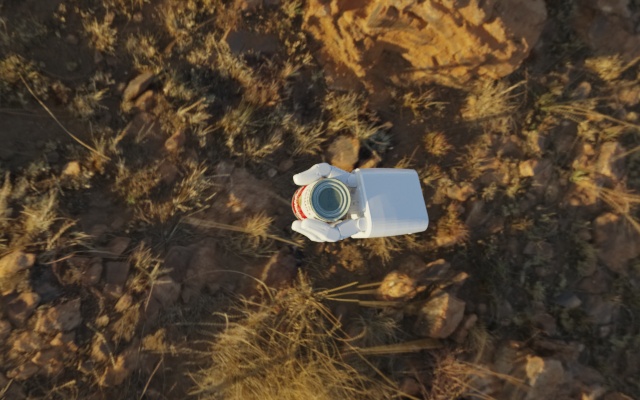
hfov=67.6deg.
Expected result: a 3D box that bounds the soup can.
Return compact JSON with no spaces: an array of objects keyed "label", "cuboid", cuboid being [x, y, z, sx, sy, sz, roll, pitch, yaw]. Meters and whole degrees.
[{"label":"soup can","cuboid":[0.000,0.002,0.757,0.068,0.068,0.102,0,-4,-18]}]
